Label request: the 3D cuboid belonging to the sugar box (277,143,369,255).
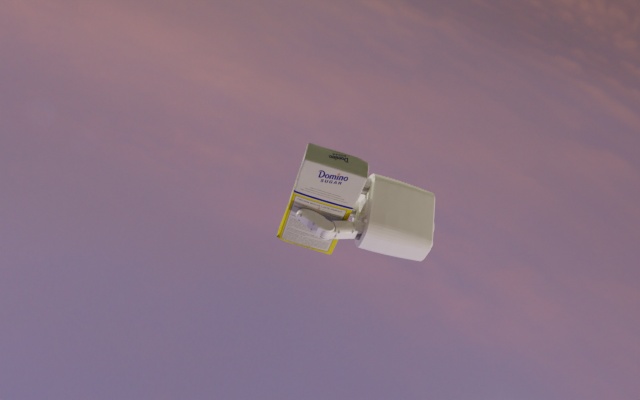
[{"bbox_3d":[0.000,0.002,0.713,0.093,0.176,0.048,17,42,-6],"label":"sugar box"}]
